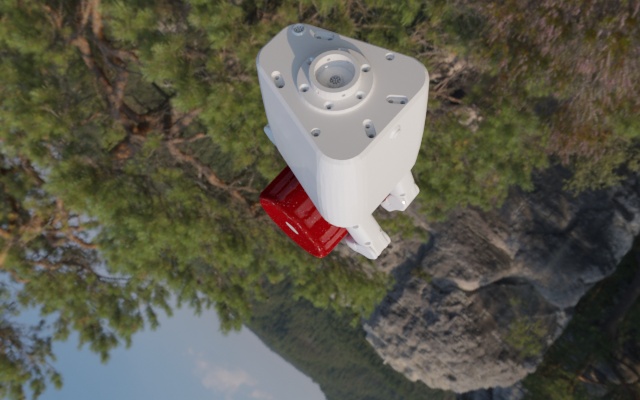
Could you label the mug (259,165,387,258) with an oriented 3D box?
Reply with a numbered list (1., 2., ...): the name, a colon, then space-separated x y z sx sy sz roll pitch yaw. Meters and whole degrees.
1. mug: 0.000 0.002 0.447 0.093 0.081 0.117 39 -15 18
